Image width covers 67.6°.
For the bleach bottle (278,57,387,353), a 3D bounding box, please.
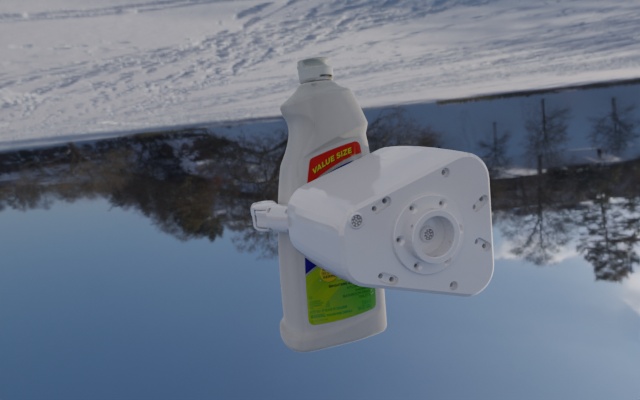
[{"bbox_3d":[0.000,0.001,0.434,0.102,0.251,0.068,-9,9,-17],"label":"bleach bottle"}]
